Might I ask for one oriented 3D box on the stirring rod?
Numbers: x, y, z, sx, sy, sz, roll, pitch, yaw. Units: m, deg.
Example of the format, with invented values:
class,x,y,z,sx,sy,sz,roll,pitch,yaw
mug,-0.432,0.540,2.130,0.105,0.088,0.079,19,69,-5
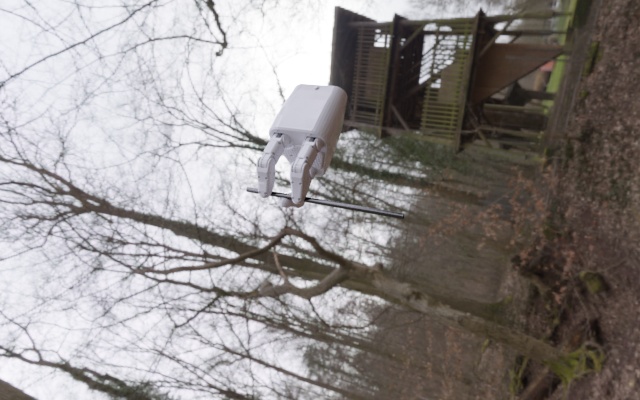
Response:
class,x,y,z,sx,sy,sz,roll,pitch,yaw
stirring rod,0.000,0.002,0.679,0.239,0.011,0.011,10,3,21
